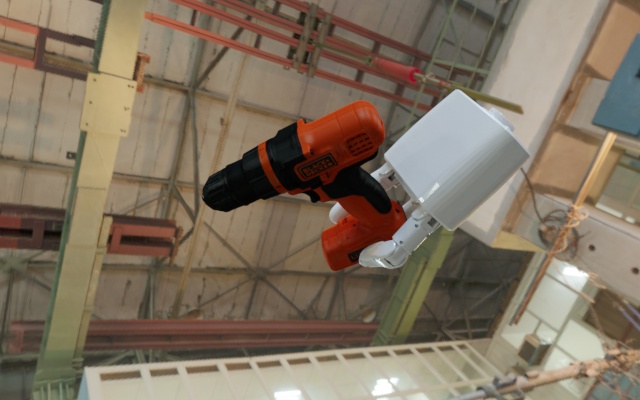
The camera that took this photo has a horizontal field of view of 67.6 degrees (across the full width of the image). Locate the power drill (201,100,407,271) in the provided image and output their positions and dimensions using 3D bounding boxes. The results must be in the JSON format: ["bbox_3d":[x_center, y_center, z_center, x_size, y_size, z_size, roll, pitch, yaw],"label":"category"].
[{"bbox_3d":[0.001,0.002,0.490,0.184,0.057,0.188,-23,-41,14],"label":"power drill"}]
